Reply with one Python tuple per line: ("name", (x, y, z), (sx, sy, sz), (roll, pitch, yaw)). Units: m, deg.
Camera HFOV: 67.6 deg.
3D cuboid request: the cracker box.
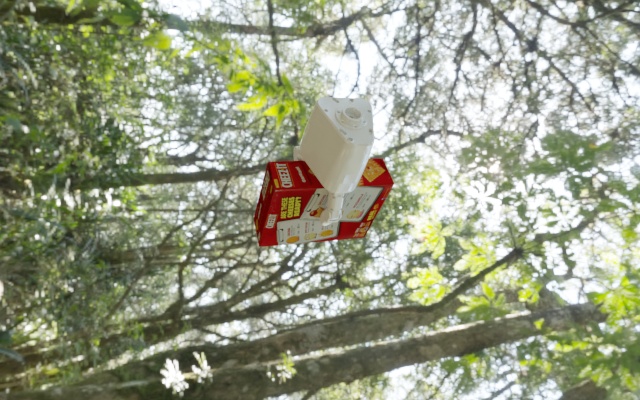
("cracker box", (0.000, 0.003, 0.849), (0.214, 0.072, 0.164), (-3, -37, -21))
